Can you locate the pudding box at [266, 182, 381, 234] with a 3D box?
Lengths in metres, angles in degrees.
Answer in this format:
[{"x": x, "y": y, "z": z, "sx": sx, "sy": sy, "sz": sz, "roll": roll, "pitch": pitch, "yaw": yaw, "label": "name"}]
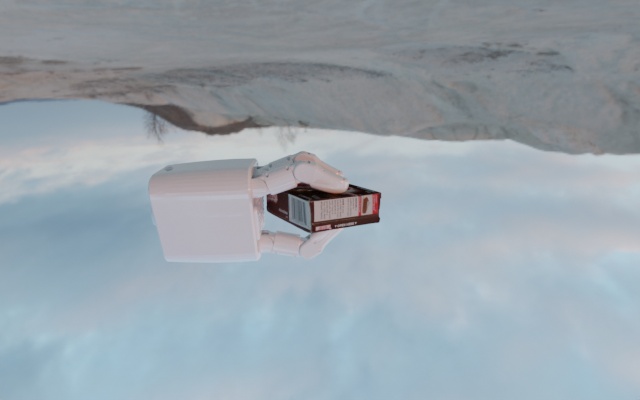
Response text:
[{"x": 0.000, "y": 0.002, "z": 0.540, "sx": 0.090, "sy": 0.039, "sz": 0.113, "roll": -8, "pitch": 17, "yaw": -29, "label": "pudding box"}]
